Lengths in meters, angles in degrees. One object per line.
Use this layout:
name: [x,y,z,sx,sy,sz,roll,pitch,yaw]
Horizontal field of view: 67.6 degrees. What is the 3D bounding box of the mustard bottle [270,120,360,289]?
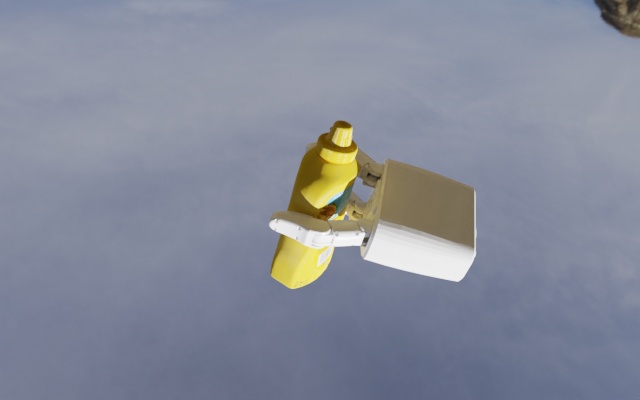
mustard bottle: [0.000,0.002,0.516,0.058,0.192,0.096,31,37,18]
